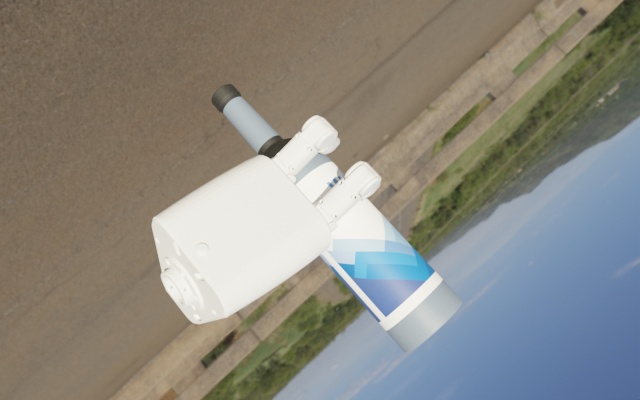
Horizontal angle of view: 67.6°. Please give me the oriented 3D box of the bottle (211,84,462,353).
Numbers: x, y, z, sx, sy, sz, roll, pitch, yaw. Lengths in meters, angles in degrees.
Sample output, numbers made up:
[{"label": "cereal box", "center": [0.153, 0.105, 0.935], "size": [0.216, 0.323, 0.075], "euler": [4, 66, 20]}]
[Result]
[{"label": "bottle", "center": [0.000, 0.002, 0.439], "size": [0.069, 0.295, 0.069], "euler": [-40, -12, -11]}]
